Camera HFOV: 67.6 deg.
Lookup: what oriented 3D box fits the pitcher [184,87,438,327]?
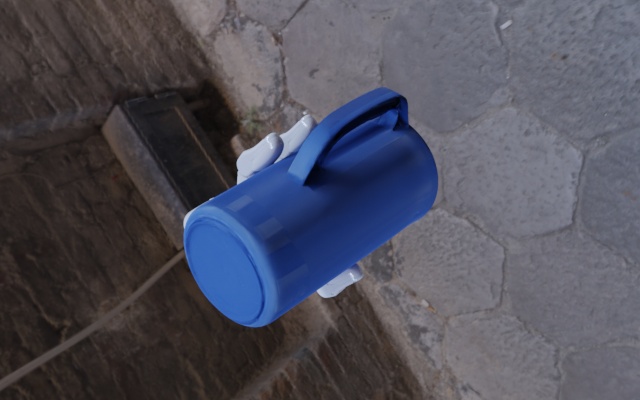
[{"bbox_3d":[0.000,0.002,0.446,0.145,0.149,0.242,-16,11,46],"label":"pitcher"}]
